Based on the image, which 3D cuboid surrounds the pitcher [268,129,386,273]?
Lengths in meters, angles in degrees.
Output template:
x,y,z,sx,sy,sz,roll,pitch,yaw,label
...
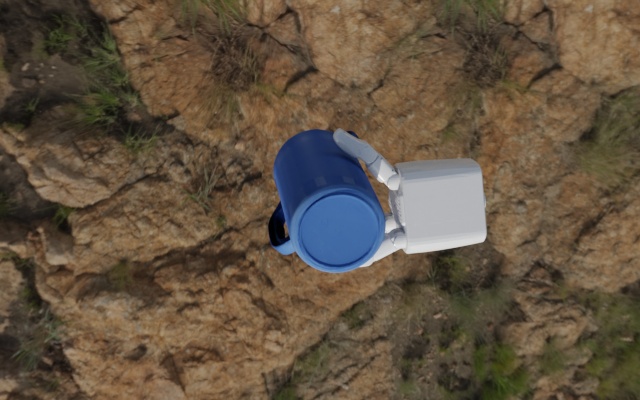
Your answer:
x,y,z,sx,sy,sz,roll,pitch,yaw,label
0.000,0.002,0.632,0.145,0.149,0.242,-3,20,-5,pitcher
